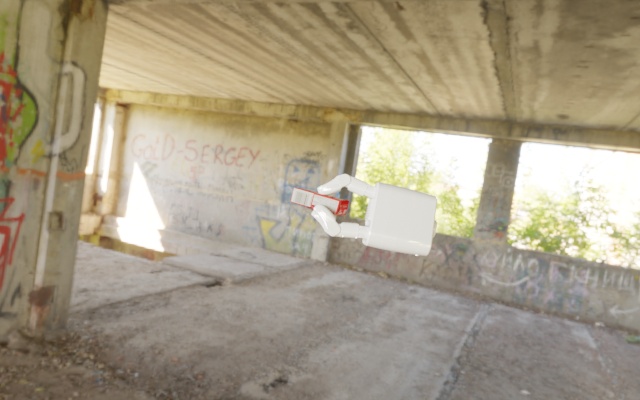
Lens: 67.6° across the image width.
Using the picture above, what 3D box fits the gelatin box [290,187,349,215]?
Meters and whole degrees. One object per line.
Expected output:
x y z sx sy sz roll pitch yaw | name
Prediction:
0.000 0.002 0.845 0.089 0.030 0.073 16 3 13 | gelatin box
